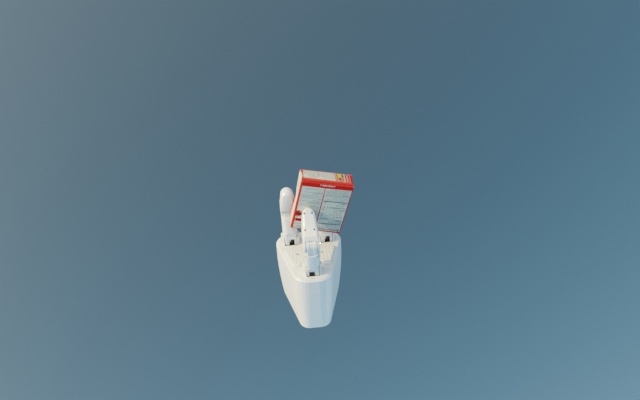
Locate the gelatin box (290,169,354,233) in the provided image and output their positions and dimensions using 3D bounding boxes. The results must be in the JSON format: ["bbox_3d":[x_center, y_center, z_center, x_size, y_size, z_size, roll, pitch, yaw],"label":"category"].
[{"bbox_3d":[0.000,0.002,0.663,0.073,0.089,0.030,6,39,-11],"label":"gelatin box"}]
